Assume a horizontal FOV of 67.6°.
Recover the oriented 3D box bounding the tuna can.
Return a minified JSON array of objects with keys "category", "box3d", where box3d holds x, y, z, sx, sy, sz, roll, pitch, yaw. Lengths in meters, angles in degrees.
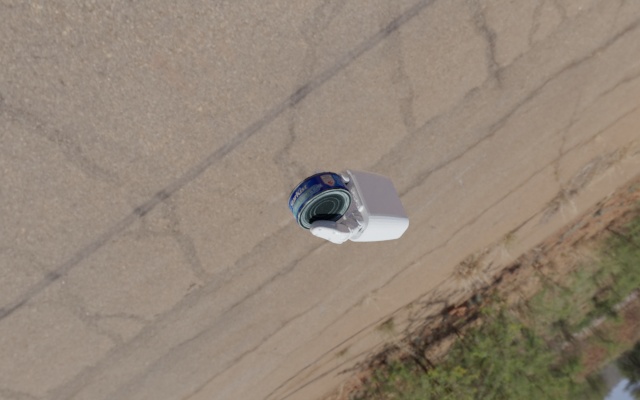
[{"category":"tuna can","box3d":[0.000,0.003,0.667,0.086,0.033,0.086,-20,-36,-15]}]
